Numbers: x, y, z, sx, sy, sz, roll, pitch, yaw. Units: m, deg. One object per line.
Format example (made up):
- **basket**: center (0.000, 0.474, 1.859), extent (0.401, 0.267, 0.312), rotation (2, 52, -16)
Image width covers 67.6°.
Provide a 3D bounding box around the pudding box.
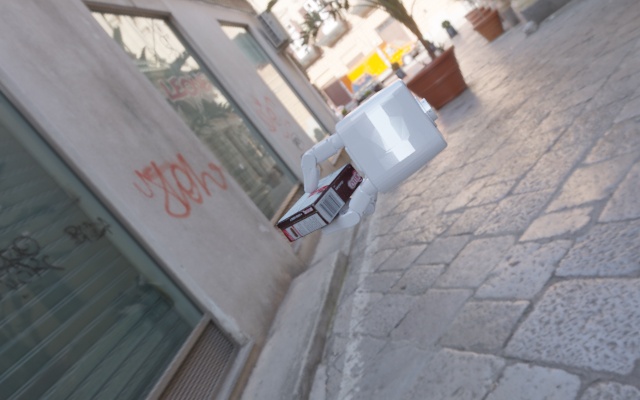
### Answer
- **pudding box**: center (0.000, 0.002, 0.686), extent (0.090, 0.039, 0.113), rotation (-30, 13, 45)
